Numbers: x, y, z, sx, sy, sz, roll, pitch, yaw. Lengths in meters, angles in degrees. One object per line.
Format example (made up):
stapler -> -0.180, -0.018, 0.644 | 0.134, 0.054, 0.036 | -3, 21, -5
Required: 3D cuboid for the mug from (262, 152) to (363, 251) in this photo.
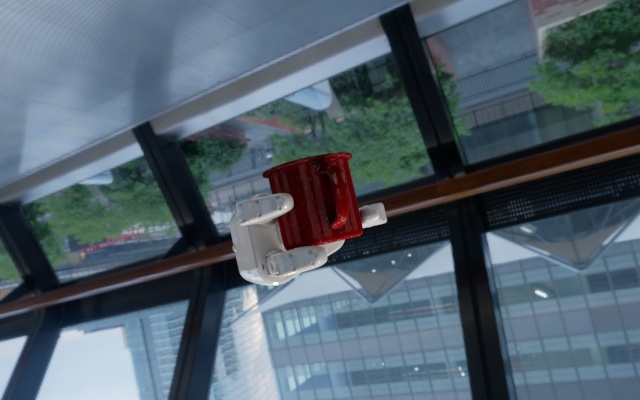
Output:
mug -> 0.001, 0.001, 0.466 | 0.093, 0.081, 0.117 | -11, -5, -24
